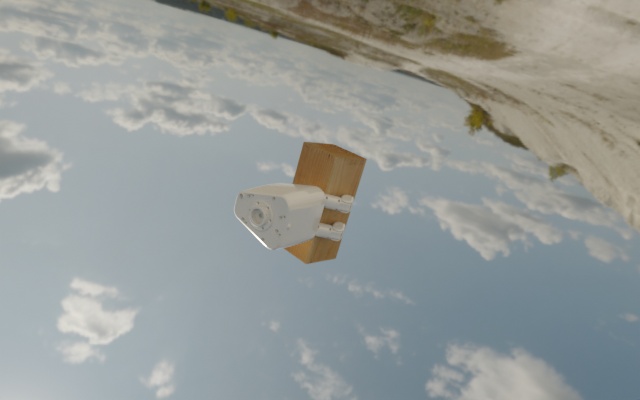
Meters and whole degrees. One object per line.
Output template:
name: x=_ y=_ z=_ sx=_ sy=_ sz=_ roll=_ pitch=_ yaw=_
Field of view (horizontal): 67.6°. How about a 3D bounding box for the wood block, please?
wood block: x=0.000 y=0.003 z=0.899 sx=0.090 sy=0.206 sz=0.090 roll=30 pitch=21 yaw=37
